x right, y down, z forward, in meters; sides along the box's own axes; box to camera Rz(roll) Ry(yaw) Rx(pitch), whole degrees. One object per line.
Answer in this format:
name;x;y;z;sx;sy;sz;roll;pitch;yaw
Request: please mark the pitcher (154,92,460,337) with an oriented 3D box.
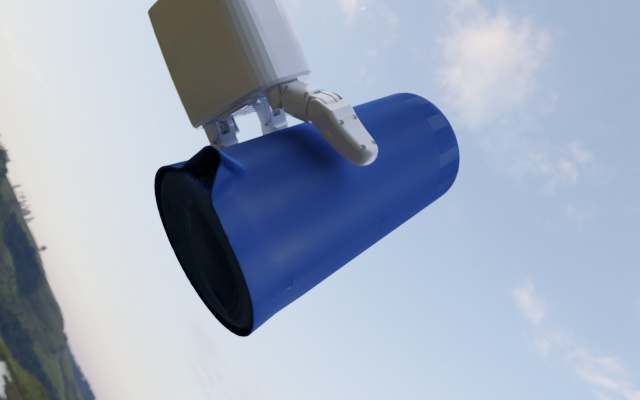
pitcher;0.000;0.001;0.403;0.243;0.145;0.149;-27;5;-31
